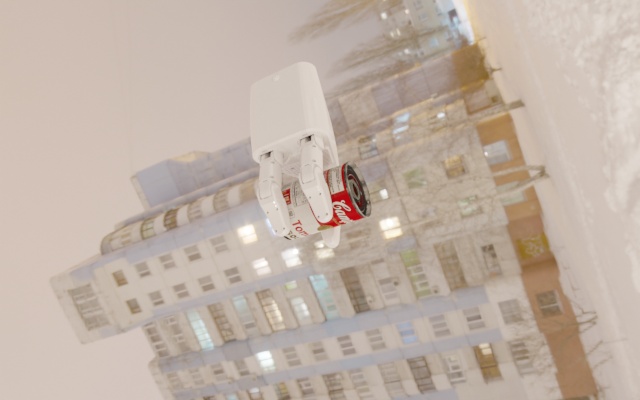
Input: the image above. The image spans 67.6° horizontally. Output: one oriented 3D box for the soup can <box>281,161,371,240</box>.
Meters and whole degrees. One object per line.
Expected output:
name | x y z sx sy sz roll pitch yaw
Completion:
soup can | 0.000 0.002 0.564 0.102 0.068 0.068 -19 -7 21
